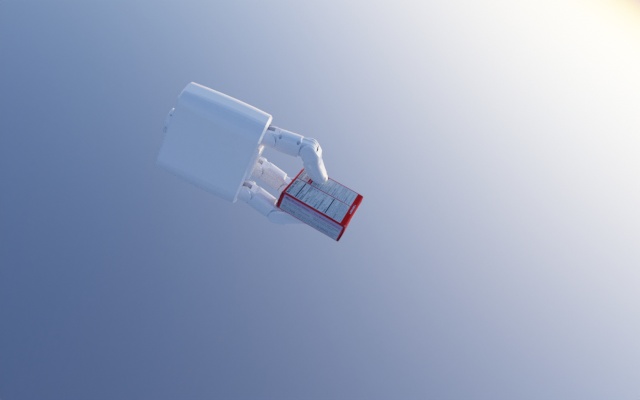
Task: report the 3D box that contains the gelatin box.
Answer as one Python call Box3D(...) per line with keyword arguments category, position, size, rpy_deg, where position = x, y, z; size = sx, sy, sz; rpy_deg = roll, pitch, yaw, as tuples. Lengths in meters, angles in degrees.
Box3D(category="gelatin box", position=(0.001, 0.002, 0.597), size=(0.089, 0.030, 0.073), rpy_deg=(28, 38, 6))
